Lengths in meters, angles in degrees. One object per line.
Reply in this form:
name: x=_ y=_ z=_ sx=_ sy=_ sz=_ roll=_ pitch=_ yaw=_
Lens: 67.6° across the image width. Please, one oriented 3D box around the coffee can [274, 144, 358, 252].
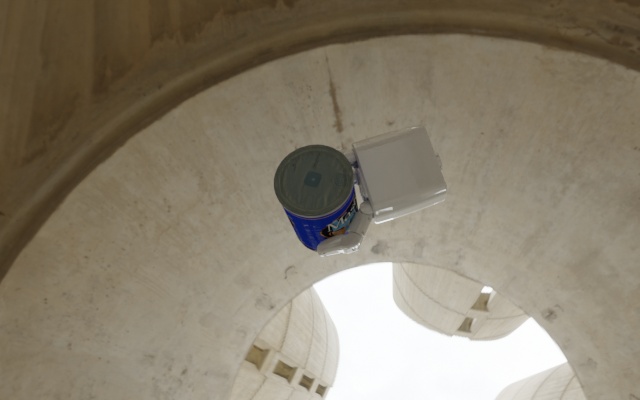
coffee can: x=0.000 y=0.002 z=0.665 sx=0.103 sy=0.102 sz=0.140 roll=0 pitch=-25 yaw=9
